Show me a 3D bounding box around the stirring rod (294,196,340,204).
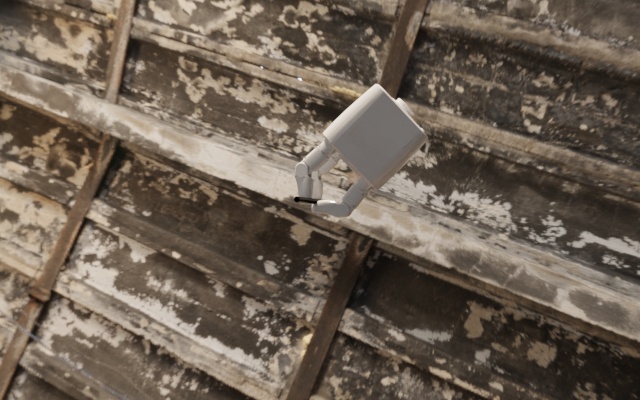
[{"bbox_3d":[0.000,0.002,0.742,0.011,0.011,0.239,0,-2,15],"label":"stirring rod"}]
